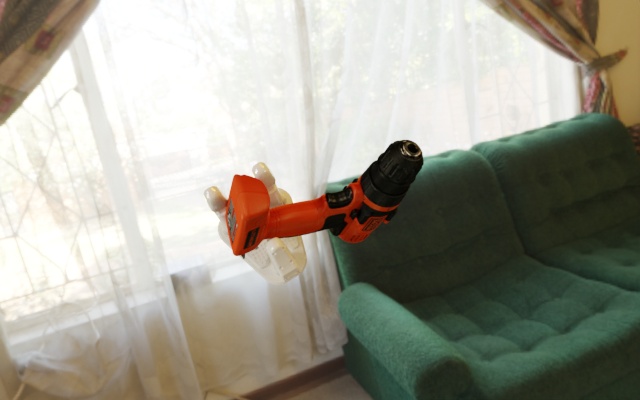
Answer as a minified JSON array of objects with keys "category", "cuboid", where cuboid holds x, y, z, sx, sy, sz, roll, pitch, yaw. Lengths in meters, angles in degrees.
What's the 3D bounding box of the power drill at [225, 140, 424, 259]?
[{"category":"power drill","cuboid":[0.000,0.002,0.507,0.187,0.057,0.184,-5,-29,-21]}]
